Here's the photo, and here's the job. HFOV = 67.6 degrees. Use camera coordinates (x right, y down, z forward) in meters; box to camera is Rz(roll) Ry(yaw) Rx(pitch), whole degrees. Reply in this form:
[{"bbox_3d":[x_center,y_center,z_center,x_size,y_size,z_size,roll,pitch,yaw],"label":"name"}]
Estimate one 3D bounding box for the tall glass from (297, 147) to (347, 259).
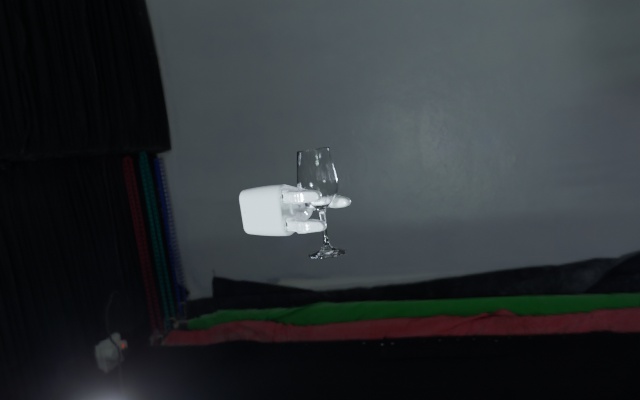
[{"bbox_3d":[0.000,0.004,0.898,0.079,0.201,0.079,-8,7,1],"label":"tall glass"}]
